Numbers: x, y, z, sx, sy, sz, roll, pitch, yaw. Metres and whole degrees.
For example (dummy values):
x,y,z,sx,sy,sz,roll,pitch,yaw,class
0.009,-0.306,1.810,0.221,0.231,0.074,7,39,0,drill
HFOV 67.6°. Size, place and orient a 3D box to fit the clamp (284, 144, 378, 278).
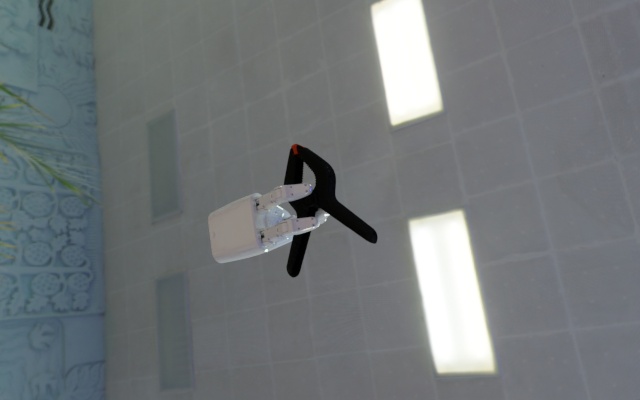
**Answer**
x,y,z,sx,sy,sz,roll,pitch,yaw,class
0.000,0.002,0.757,0.164,0.210,0.036,-19,-17,28,clamp
